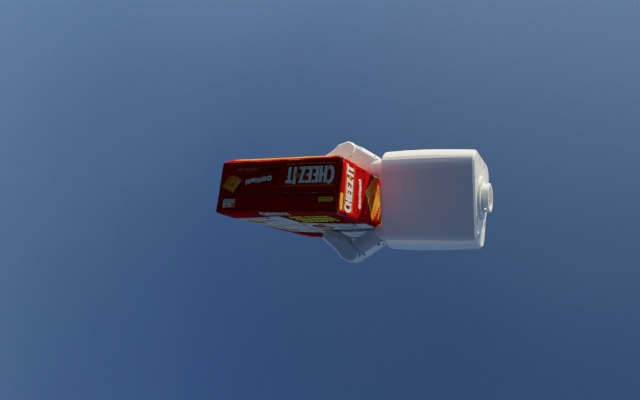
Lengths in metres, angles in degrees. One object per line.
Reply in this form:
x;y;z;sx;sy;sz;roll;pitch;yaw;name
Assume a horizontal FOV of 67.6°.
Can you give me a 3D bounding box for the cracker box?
0.000;0.002;0.618;0.164;0.072;0.214;-1;-12;29;cracker box
